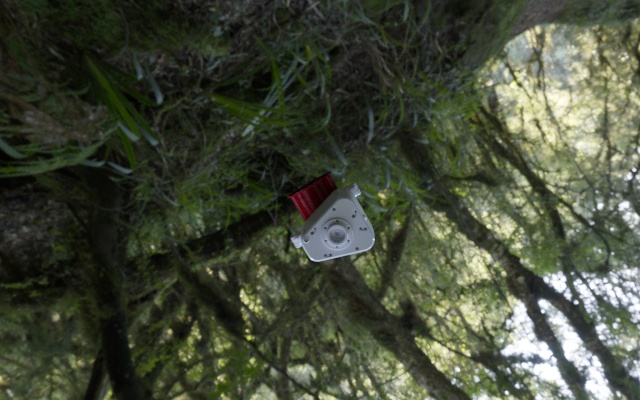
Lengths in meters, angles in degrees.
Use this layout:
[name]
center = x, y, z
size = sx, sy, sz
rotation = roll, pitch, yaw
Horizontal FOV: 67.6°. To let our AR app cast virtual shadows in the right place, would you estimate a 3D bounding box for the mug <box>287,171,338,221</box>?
[mug]
center = 0.000, 0.003, 0.881
size = 0.093, 0.081, 0.117
rotation = -30, 6, 6
